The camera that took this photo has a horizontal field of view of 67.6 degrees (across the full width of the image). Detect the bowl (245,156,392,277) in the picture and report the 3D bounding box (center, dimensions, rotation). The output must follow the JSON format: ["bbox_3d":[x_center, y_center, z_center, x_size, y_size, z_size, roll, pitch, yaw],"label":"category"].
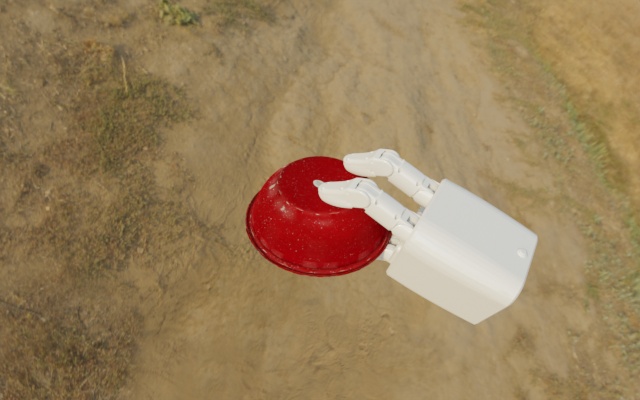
[{"bbox_3d":[-0.001,0.001,0.509,0.162,0.055,0.162,2,43,-2],"label":"bowl"}]
